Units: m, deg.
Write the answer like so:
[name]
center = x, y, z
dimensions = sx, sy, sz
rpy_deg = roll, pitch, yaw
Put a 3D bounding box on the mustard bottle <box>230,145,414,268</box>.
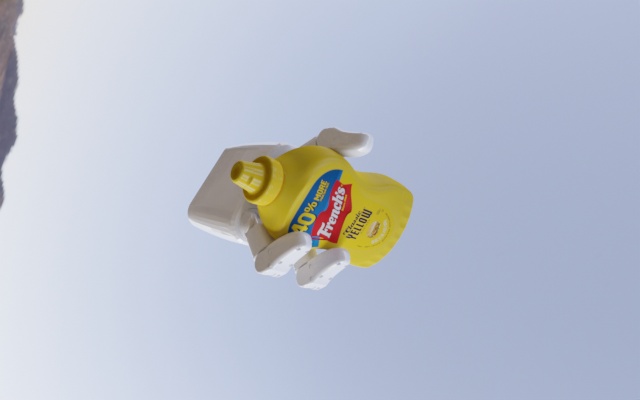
[mustard bottle]
center = 0.000, 0.002, 0.443
dimensions = 0.192, 0.096, 0.058
rpy_deg = 21, 17, -41
